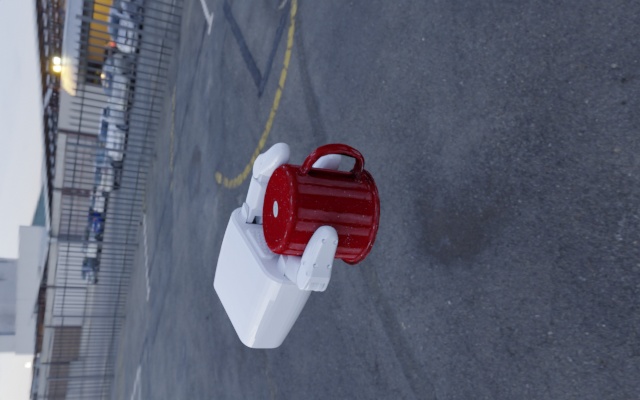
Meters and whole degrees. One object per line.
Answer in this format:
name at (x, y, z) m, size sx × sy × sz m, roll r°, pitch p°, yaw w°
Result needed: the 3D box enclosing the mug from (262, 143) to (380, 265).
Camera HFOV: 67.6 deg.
mug at (0.000, 0.000, 0.433) m, size 0.081 × 0.117 × 0.093 m, roll 6°, pitch 34°, yaw -25°
